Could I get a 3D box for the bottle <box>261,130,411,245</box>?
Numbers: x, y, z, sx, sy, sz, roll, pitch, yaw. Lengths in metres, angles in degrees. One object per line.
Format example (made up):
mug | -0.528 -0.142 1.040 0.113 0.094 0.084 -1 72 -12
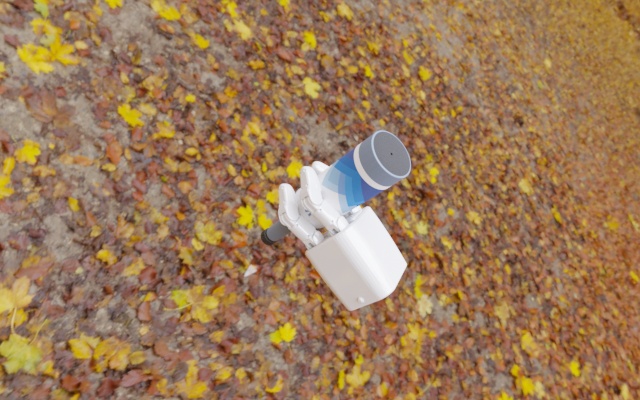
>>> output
bottle | 0.000 0.002 0.686 0.069 0.069 0.296 0 -24 -40
